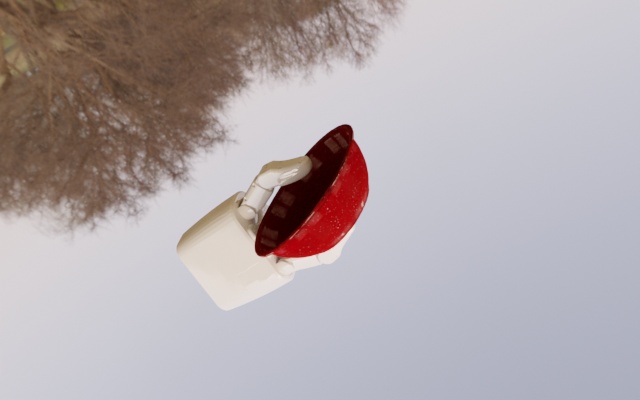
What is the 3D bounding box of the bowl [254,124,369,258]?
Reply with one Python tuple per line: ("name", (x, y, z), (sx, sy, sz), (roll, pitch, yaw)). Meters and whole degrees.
("bowl", (0.001, 0.001, 0.493), (0.055, 0.162, 0.162), (35, -12, -17))
